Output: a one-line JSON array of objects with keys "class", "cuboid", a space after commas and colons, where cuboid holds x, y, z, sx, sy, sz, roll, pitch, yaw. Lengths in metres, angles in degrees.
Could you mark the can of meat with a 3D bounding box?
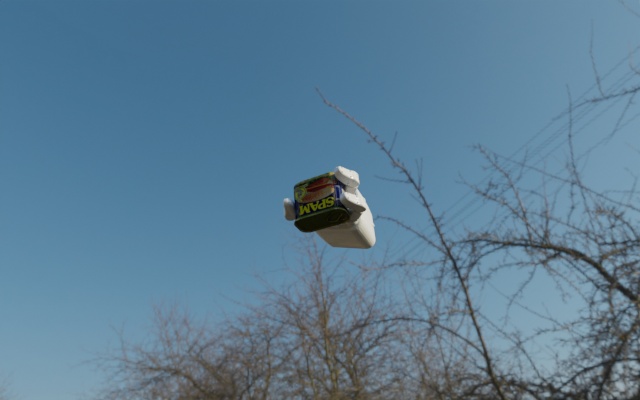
[{"class": "can of meat", "cuboid": [0.000, 0.003, 0.890, 0.102, 0.084, 0.057, -17, -33, 18]}]
